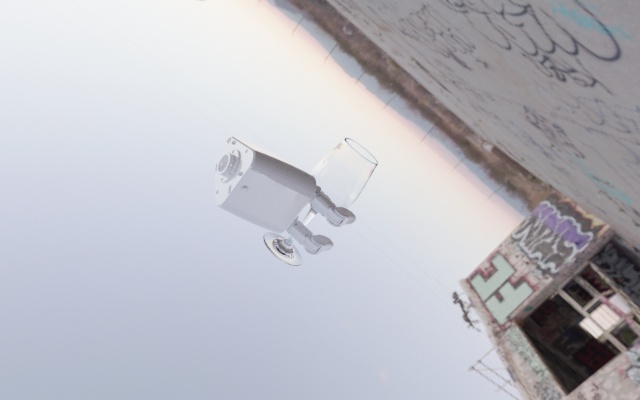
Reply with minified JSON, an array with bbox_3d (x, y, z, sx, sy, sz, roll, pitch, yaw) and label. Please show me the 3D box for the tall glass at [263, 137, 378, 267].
[{"bbox_3d":[0.000,0.003,0.716,0.079,0.201,0.079,35,18,-13],"label":"tall glass"}]
